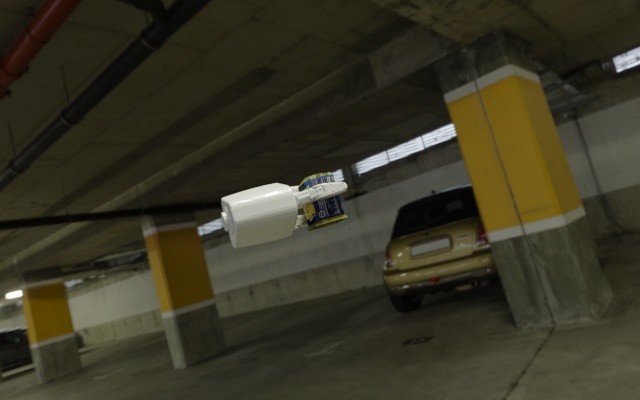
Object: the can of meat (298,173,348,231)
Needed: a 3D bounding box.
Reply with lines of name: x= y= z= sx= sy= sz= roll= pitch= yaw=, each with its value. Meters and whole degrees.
can of meat: x=0.000 y=0.002 z=0.836 sx=0.057 sy=0.084 sz=0.102 roll=-15 pitch=-6 yaw=-15
